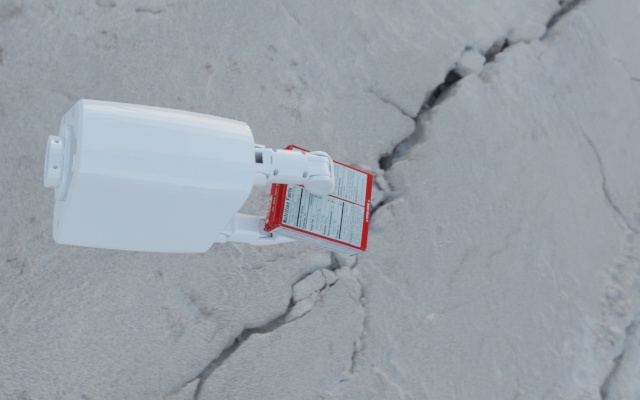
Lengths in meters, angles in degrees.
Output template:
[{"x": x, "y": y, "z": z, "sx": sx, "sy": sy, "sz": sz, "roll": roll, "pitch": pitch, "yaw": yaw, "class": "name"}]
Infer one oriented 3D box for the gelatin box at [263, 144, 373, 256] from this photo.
[{"x": 0.001, "y": 0.001, "z": 0.411, "sx": 0.089, "sy": 0.073, "sz": 0.030, "roll": 18, "pitch": -24, "yaw": -25, "class": "gelatin box"}]
